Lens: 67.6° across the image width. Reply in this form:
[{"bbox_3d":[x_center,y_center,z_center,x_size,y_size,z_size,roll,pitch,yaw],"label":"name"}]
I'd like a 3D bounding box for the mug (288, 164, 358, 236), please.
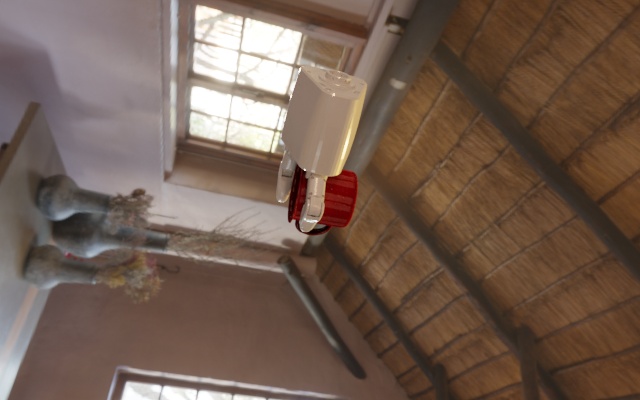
[{"bbox_3d":[0.000,0.003,0.673,0.081,0.117,0.093,10,30,-10],"label":"mug"}]
